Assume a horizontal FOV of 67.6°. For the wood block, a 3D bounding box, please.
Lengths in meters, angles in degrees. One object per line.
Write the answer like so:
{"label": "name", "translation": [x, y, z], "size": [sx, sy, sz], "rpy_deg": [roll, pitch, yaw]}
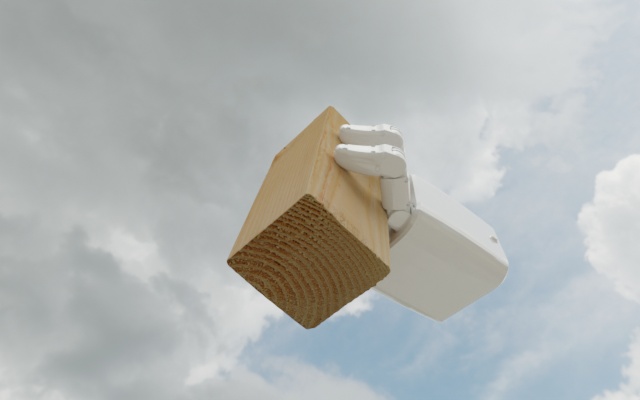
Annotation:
{"label": "wood block", "translation": [0.000, 0.002, 0.437], "size": [0.091, 0.090, 0.206], "rpy_deg": [-40, 17, 22]}
